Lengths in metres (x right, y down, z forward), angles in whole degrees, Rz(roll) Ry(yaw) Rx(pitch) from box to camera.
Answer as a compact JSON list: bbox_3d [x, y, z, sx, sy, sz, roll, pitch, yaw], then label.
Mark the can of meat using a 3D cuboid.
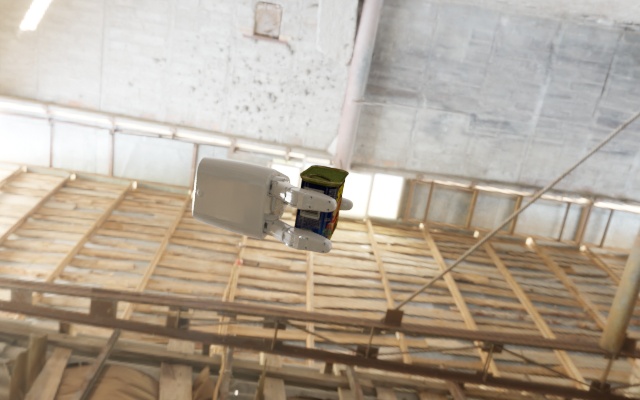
[{"bbox_3d":[0.000,0.002,0.657,0.057,0.084,0.102,12,15,8],"label":"can of meat"}]
